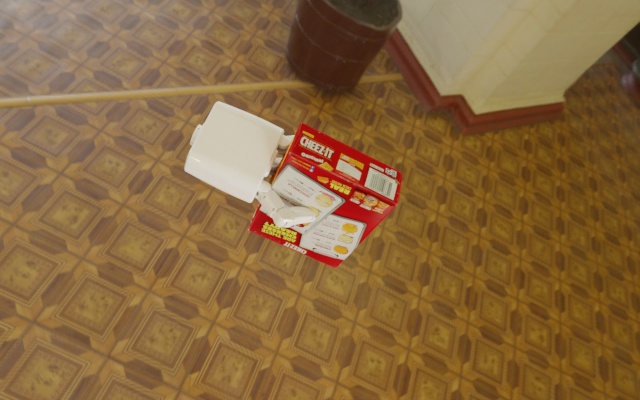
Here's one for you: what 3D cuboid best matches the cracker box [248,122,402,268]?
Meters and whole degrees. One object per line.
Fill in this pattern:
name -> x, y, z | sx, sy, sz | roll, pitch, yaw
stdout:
cracker box -> 0.000, 0.002, 0.723 | 0.164, 0.072, 0.214 | 25, -38, -9
